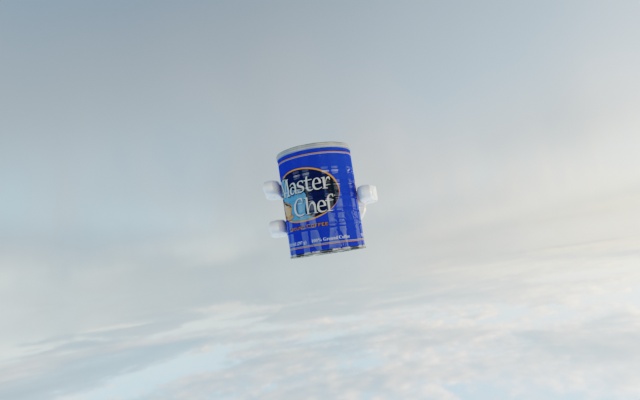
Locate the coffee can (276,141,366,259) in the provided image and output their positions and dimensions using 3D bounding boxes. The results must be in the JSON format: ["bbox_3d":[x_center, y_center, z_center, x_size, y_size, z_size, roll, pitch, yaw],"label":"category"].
[{"bbox_3d":[0.000,0.002,0.645,0.103,0.140,0.103,-8,-7,-1],"label":"coffee can"}]
